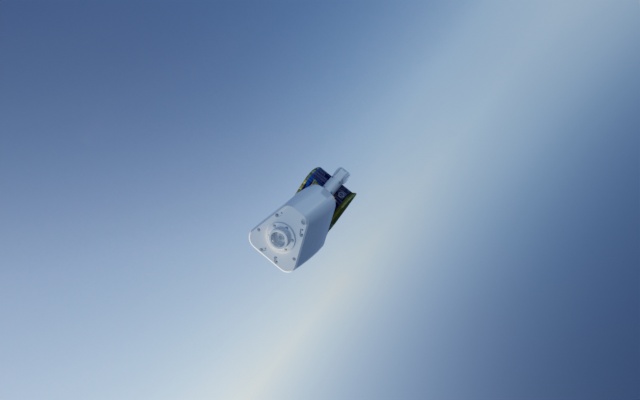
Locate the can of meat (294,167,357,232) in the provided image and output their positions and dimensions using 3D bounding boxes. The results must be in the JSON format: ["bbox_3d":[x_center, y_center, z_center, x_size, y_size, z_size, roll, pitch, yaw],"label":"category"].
[{"bbox_3d":[0.000,0.002,0.848,0.084,0.102,0.057,39,29,8],"label":"can of meat"}]
